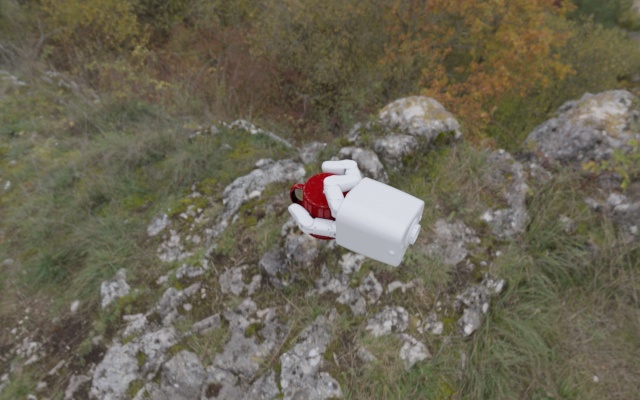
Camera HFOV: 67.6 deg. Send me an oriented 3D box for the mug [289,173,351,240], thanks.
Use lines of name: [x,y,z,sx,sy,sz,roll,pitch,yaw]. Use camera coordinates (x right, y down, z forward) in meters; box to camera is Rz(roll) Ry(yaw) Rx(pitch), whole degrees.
mug: [-0.001,0.002,0.823,0.117,0.093,0.082,22,-37,18]
